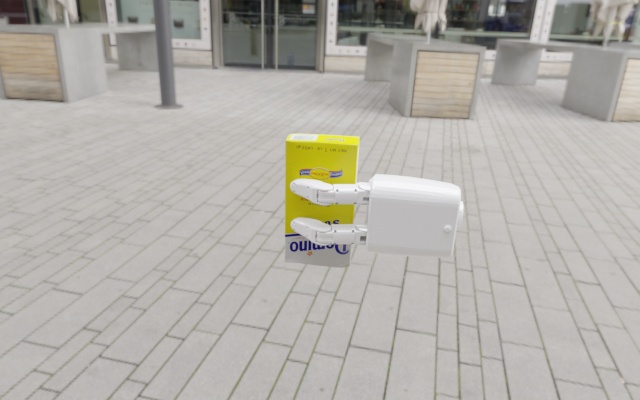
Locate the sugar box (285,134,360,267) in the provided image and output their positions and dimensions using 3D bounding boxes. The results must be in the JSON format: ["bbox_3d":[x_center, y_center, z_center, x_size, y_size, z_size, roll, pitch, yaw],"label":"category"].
[{"bbox_3d":[0.000,0.002,0.634,0.093,0.176,0.048,4,21,6],"label":"sugar box"}]
